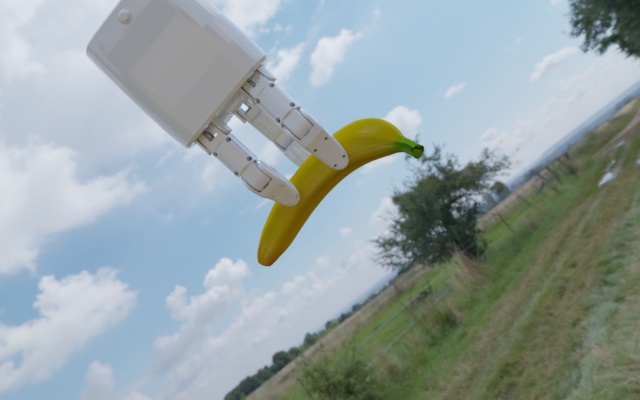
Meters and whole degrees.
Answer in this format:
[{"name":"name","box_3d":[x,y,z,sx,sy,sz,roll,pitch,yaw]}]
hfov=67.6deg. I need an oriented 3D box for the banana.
[{"name":"banana","box_3d":[0.002,-0.014,0.426,0.037,0.069,0.198,29,-52,-30]}]
